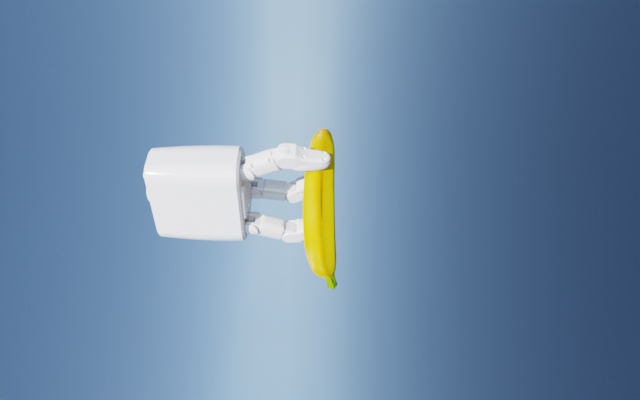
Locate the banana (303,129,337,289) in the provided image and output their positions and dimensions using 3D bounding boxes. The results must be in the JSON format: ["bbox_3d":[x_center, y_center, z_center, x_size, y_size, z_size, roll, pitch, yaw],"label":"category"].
[{"bbox_3d":[-0.001,0.001,0.554,0.037,0.197,0.070,-1,-12,3],"label":"banana"}]
